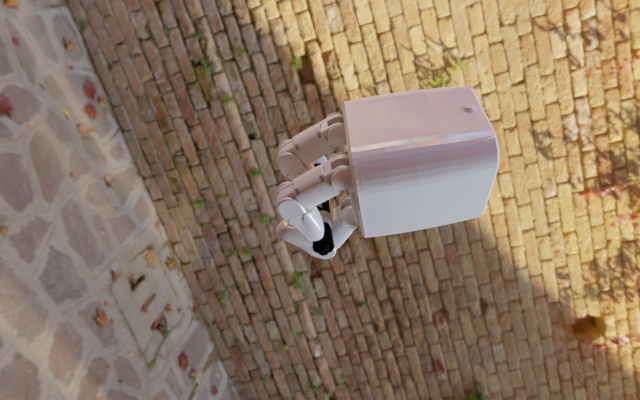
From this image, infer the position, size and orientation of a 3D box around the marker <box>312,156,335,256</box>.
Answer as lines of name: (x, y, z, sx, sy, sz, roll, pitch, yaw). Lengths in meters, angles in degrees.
marker: (0.000, 0.001, 0.444, 0.020, 0.020, 0.121, -2, 45, -2)
